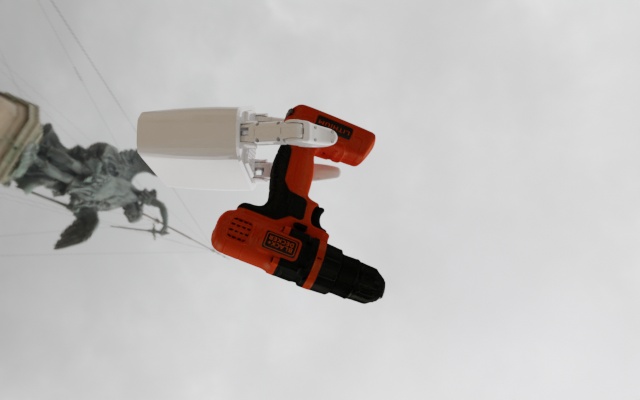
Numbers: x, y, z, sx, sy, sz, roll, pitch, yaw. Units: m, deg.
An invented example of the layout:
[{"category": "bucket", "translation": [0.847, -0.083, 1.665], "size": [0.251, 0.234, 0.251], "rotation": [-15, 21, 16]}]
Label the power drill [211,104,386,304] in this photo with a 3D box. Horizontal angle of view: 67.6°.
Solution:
[{"category": "power drill", "translation": [0.000, 0.001, 0.511], "size": [0.184, 0.187, 0.057], "rotation": [22, -26, -7]}]
